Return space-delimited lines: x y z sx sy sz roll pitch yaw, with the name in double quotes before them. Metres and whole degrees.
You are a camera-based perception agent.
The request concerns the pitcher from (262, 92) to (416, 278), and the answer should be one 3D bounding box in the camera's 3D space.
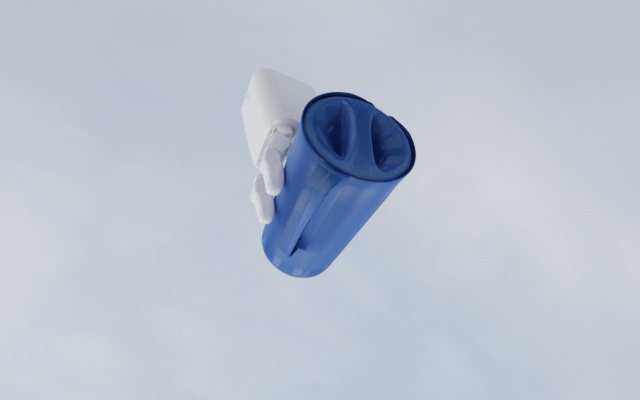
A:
"pitcher" 0.000 0.002 0.589 0.149 0.145 0.243 -2 -36 -26
